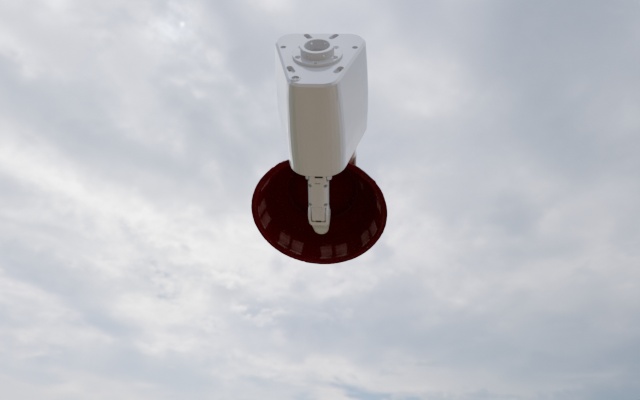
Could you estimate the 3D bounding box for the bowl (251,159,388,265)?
[{"bbox_3d":[0.000,0.003,0.585,0.162,0.162,0.055,0,35,6],"label":"bowl"}]
